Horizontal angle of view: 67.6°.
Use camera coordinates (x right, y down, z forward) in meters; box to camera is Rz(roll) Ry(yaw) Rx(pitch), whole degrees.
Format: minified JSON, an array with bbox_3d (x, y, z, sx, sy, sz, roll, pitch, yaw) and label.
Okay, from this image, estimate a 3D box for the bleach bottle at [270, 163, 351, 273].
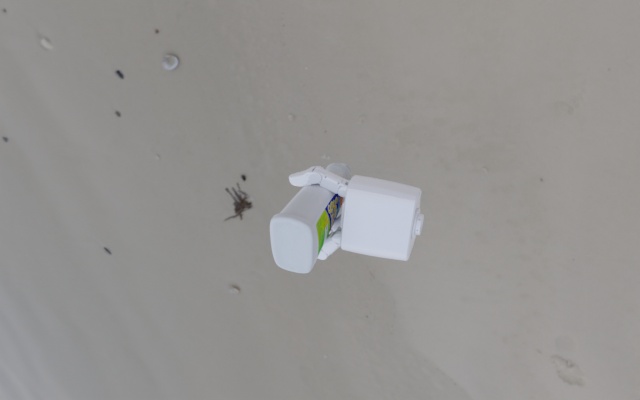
[{"bbox_3d":[0.000,0.003,0.777,0.068,0.103,0.250,11,36,16],"label":"bleach bottle"}]
